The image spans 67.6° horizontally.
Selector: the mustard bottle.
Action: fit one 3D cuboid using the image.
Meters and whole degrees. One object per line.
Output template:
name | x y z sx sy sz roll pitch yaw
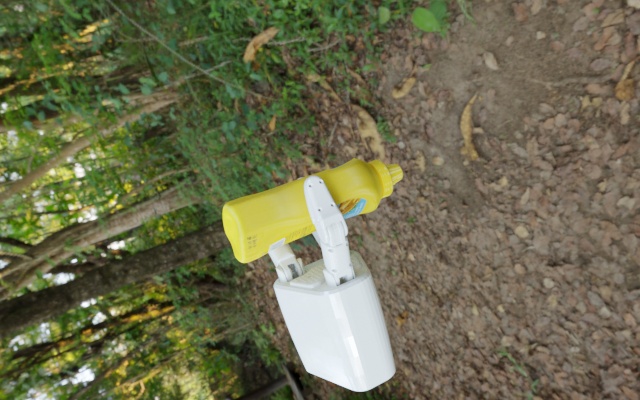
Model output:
mustard bottle | 0.000 0.001 0.484 0.191 0.058 0.096 -21 -15 -18
